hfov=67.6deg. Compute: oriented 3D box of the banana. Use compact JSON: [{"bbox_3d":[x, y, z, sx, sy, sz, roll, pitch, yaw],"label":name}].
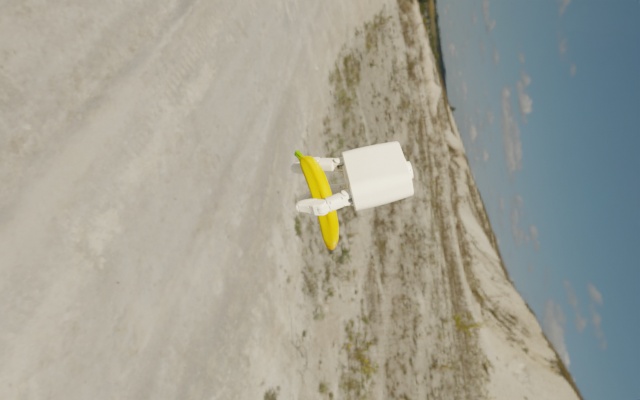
[{"bbox_3d":[0.003,0.002,0.861,0.037,0.198,0.069,-19,11,-8],"label":"banana"}]
